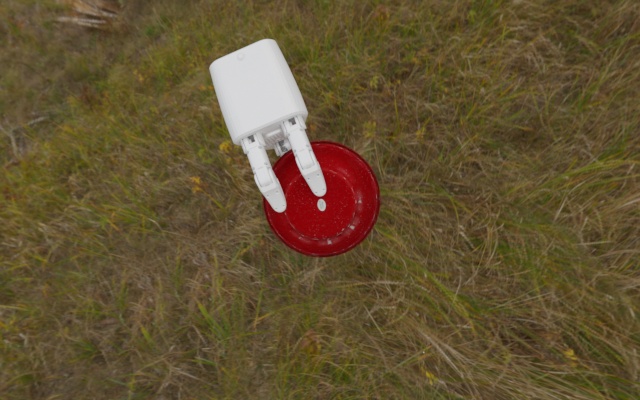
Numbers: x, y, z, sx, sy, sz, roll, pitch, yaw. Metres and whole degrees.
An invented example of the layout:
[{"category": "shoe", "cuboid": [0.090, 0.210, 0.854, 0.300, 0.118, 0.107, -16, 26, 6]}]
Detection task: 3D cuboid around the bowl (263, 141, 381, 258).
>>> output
[{"category": "bowl", "cuboid": [0.001, 0.003, 0.629, 0.162, 0.162, 0.055, 0, 7, 2]}]
